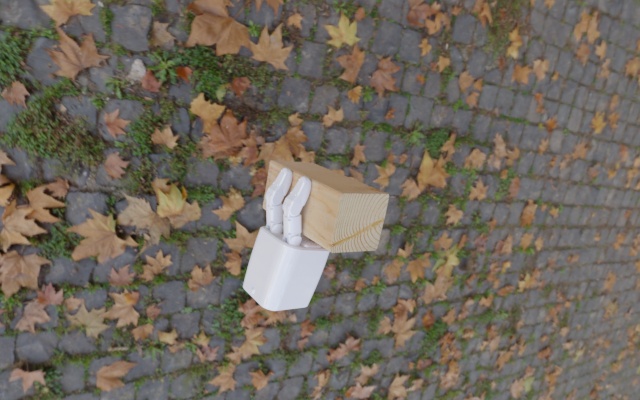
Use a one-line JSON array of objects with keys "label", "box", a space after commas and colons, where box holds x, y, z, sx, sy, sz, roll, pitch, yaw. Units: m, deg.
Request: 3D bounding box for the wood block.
[{"label": "wood block", "box": [0.000, 0.003, 0.757, 0.091, 0.090, 0.206, 1, 16, -36]}]
